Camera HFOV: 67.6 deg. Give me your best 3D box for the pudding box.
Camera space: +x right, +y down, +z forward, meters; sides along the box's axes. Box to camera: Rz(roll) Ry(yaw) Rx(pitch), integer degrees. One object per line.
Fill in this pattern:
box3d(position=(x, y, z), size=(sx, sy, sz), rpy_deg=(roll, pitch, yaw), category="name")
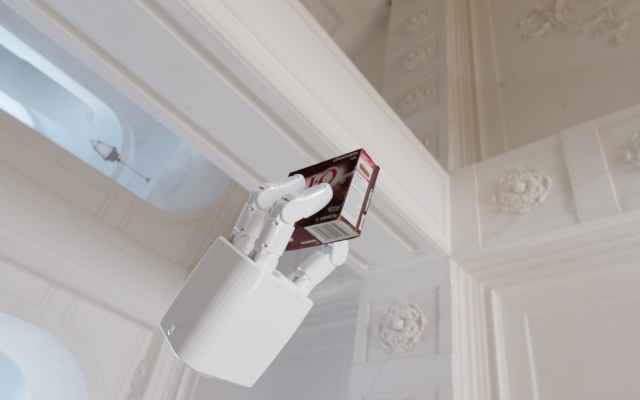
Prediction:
box3d(position=(0.000, 0.002, 0.499), size=(0.113, 0.090, 0.039), rpy_deg=(-13, -44, 40), category="pudding box")
